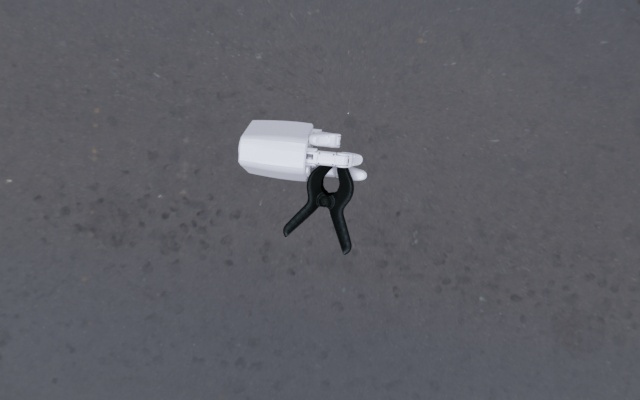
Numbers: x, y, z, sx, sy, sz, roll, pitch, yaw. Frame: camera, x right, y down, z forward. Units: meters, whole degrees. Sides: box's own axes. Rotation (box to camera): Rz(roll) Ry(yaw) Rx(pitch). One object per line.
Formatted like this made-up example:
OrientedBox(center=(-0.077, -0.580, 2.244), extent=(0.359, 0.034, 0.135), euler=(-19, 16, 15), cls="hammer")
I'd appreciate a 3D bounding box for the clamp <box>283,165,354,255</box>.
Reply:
OrientedBox(center=(0.000, 0.003, 0.803), extent=(0.120, 0.171, 0.039), euler=(6, 11, 3), cls="clamp")
